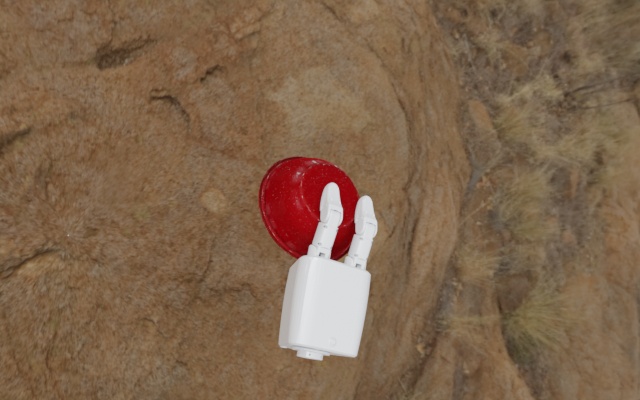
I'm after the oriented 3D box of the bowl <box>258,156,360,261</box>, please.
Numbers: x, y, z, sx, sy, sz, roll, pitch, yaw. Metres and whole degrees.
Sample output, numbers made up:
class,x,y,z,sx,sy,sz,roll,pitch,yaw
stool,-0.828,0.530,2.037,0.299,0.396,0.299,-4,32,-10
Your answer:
class,x,y,z,sx,sy,sz,roll,pitch,yaw
bowl,0.000,0.001,0.649,0.162,0.162,0.055,0,-22,-34
